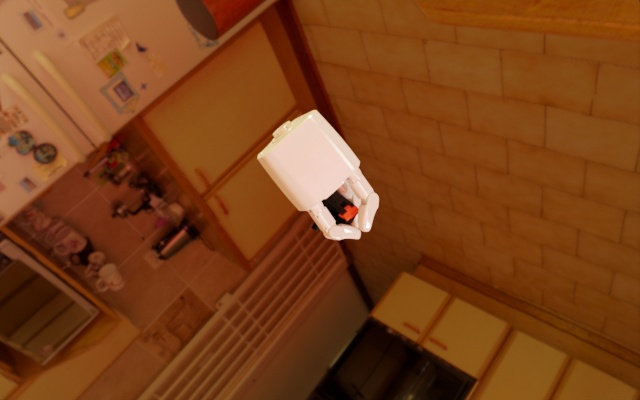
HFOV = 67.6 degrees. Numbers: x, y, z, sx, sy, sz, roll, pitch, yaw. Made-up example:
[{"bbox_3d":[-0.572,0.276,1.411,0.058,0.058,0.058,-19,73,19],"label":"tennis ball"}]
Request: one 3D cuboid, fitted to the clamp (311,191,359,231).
[{"bbox_3d":[0.000,0.003,0.799,0.039,0.120,0.171,-45,17,-22],"label":"clamp"}]
